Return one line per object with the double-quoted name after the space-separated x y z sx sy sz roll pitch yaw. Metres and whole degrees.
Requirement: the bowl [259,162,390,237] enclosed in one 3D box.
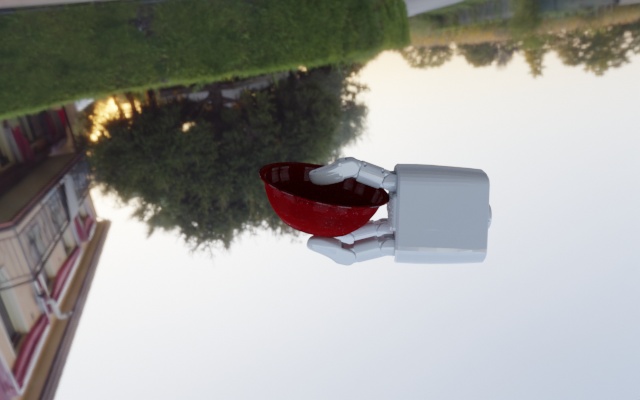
-0.001 0.002 0.589 0.162 0.055 0.162 11 18 -4 "bowl"
